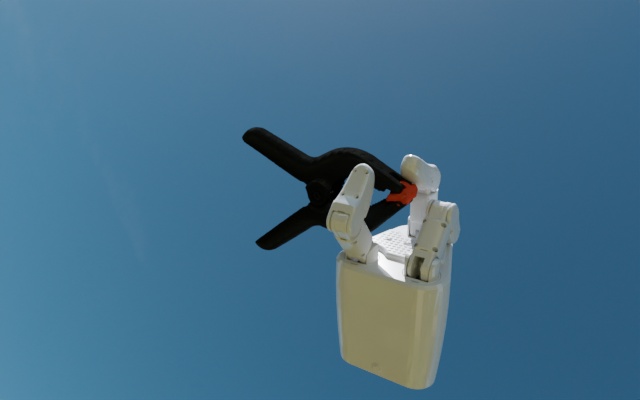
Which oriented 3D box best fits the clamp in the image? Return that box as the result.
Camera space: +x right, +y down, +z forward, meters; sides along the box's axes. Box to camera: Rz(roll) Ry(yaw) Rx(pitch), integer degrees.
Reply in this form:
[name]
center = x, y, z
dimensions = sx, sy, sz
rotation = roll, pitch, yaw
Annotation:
[clamp]
center = 0.001, 0.001, 0.435
dimensions = 0.171, 0.120, 0.039
rotation = 13, 26, 30
